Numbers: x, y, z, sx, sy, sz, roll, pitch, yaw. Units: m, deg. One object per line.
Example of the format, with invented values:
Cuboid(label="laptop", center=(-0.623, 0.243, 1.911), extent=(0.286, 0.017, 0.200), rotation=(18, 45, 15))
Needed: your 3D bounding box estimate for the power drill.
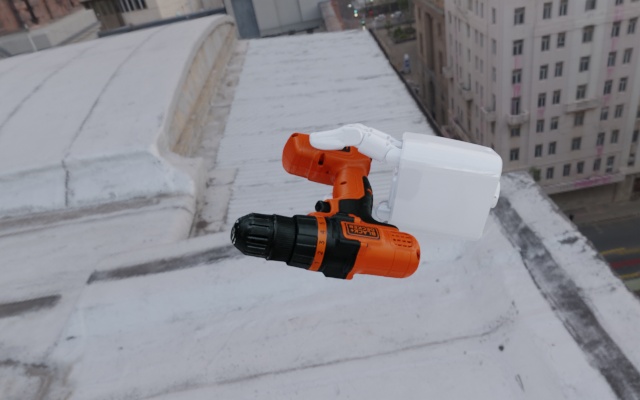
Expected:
Cuboid(label="power drill", center=(0.000, 0.001, 0.507), extent=(0.184, 0.057, 0.187), rotation=(11, 37, -16))
